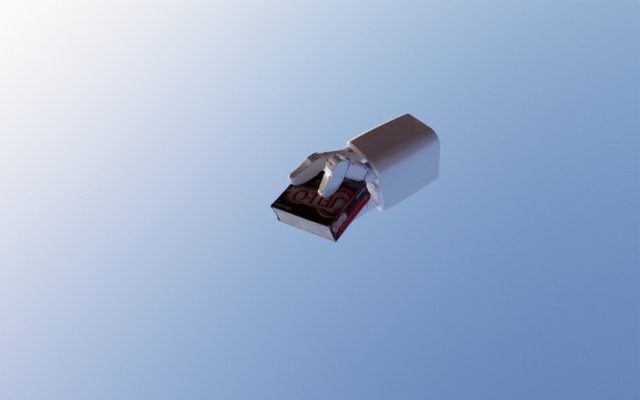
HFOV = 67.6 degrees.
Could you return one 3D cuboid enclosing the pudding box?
[{"bbox_3d":[0.000,0.002,0.673,0.113,0.039,0.090,15,52,39],"label":"pudding box"}]
